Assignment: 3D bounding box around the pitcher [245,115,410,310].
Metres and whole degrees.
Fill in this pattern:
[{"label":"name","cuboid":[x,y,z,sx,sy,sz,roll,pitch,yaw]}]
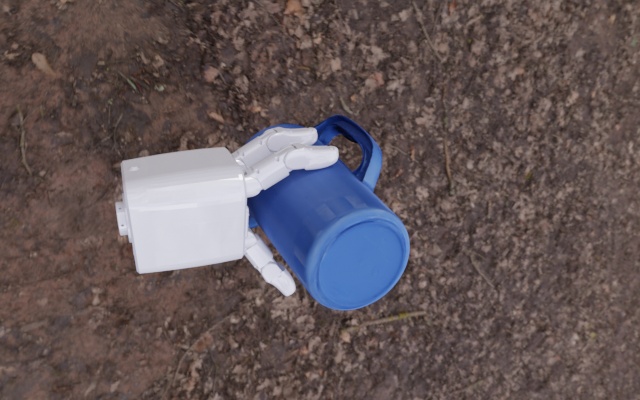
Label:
[{"label":"pitcher","cuboid":[0.000,0.002,0.530,0.145,0.149,0.242,-8,27,-21]}]
